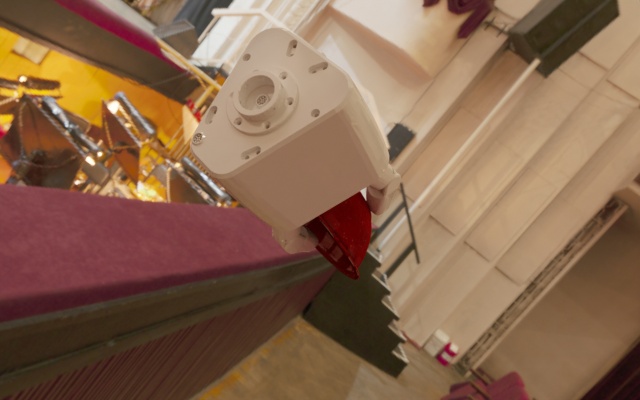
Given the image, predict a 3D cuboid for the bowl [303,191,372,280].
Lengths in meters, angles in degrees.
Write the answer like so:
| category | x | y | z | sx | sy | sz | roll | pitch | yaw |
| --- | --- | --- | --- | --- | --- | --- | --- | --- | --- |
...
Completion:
| category | x | y | z | sx | sy | sz | roll | pitch | yaw |
| --- | --- | --- | --- | --- | --- | --- | --- | --- | --- |
| bowl | 0.000 | 0.002 | 0.478 | 0.055 | 0.162 | 0.162 | -41 | 9 | -11 |
